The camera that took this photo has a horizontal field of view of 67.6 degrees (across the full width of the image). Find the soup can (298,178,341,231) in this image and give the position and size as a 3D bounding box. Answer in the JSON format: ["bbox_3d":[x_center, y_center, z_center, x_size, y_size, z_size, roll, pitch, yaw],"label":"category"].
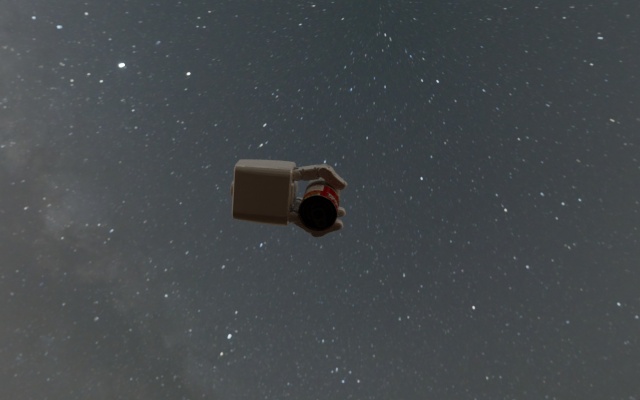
[{"bbox_3d":[0.001,0.003,0.863,0.068,0.068,0.102,0,23,7],"label":"soup can"}]
